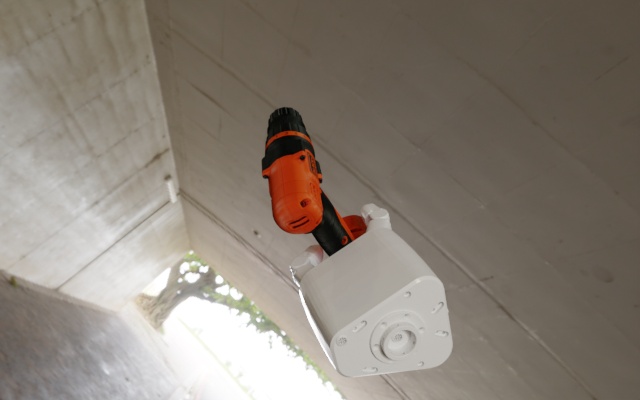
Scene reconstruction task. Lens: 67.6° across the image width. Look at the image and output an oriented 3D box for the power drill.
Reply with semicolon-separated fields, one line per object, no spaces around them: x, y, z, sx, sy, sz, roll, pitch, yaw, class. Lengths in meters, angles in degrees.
0.000;0.002;0.536;0.057;0.184;0.188;-26;-50;16;power drill
